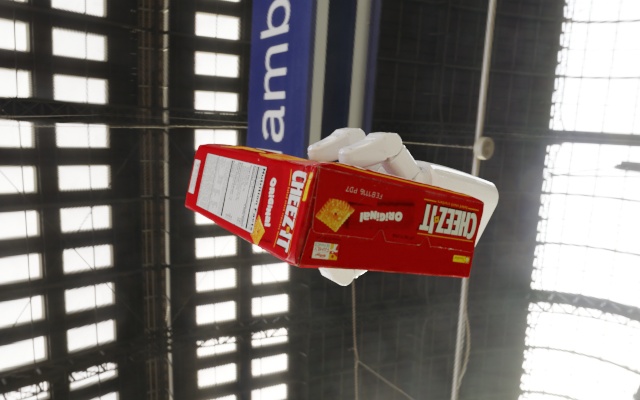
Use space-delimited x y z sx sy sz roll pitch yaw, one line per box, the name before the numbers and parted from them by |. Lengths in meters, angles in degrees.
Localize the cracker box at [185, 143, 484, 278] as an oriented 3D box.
cracker box | 0.000 0.001 0.412 0.164 0.072 0.213 9 4 -34
